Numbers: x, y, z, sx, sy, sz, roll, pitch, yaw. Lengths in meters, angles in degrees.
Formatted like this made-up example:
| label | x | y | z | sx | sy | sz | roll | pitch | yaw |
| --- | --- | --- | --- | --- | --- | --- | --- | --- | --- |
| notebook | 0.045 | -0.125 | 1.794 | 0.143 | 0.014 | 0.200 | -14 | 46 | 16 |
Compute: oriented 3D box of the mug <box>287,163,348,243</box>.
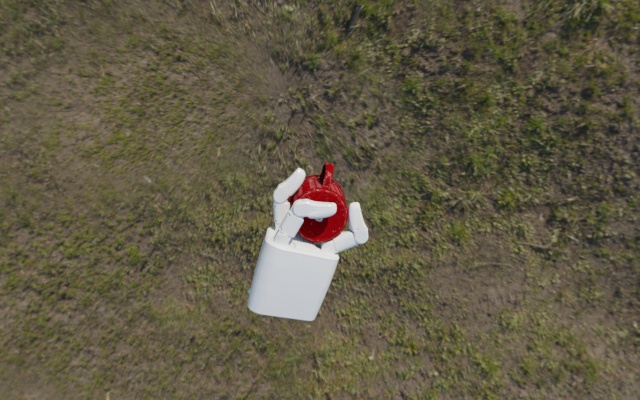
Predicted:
| label | x | y | z | sx | sy | sz | roll | pitch | yaw |
| --- | --- | --- | --- | --- | --- | --- | --- | --- | --- |
| mug | 0.001 | 0.001 | 0.709 | 0.093 | 0.117 | 0.081 | 16 | 11 | -8 |
